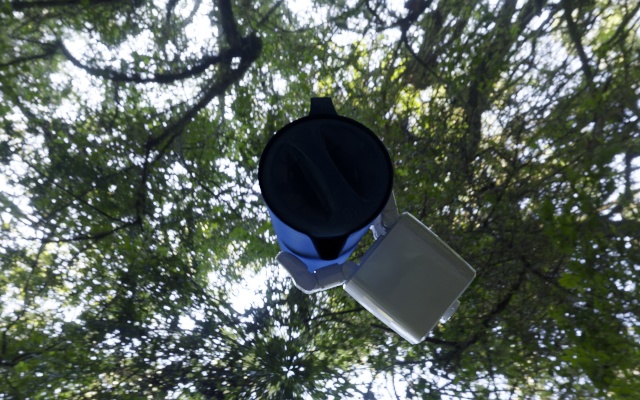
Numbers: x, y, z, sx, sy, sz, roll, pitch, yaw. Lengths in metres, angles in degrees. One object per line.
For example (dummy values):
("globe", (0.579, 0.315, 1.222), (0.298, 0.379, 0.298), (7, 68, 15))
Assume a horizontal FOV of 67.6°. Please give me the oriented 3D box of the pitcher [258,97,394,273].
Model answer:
("pitcher", (0.000, 0.002, 0.576), (0.145, 0.149, 0.243), (40, -17, 11))
